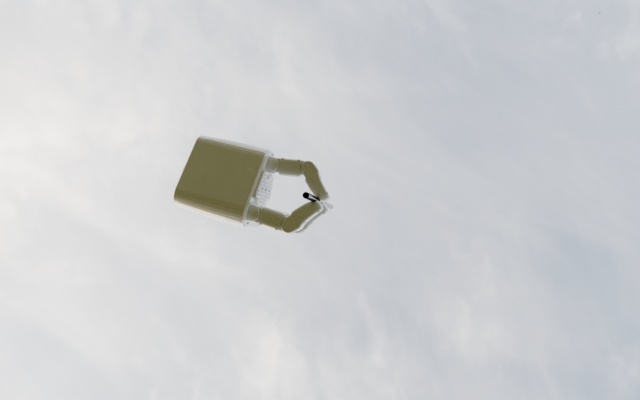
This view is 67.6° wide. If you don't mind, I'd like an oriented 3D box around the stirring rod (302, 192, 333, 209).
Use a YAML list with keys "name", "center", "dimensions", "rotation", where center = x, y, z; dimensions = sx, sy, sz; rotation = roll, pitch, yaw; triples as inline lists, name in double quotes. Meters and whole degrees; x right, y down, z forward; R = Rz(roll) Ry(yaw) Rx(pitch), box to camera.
- name: "stirring rod"
  center: [0.000, 0.002, 0.672]
  dimensions: [0.011, 0.011, 0.239]
  rotation: [0, -4, 8]
